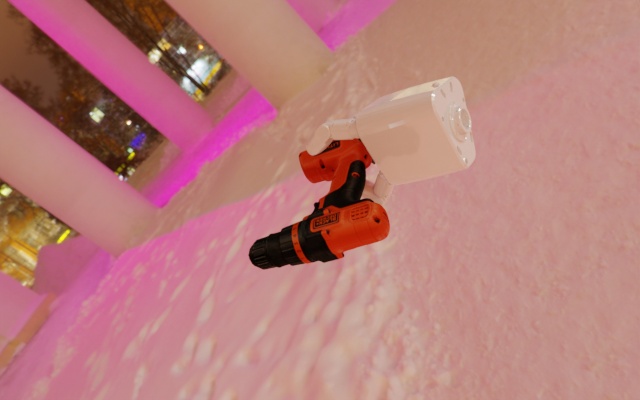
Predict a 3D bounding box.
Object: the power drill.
[{"bbox_3d":[0.000,0.002,0.625,0.184,0.187,0.057,-16,-50,20],"label":"power drill"}]
